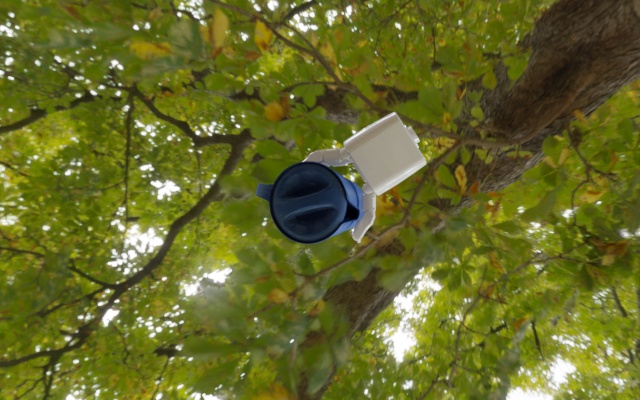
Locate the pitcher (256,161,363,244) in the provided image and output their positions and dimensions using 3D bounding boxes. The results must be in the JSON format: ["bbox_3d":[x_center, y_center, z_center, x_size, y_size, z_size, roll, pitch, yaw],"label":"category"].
[{"bbox_3d":[0.000,0.003,0.879,0.145,0.149,0.243,-34,-10,12],"label":"pitcher"}]
